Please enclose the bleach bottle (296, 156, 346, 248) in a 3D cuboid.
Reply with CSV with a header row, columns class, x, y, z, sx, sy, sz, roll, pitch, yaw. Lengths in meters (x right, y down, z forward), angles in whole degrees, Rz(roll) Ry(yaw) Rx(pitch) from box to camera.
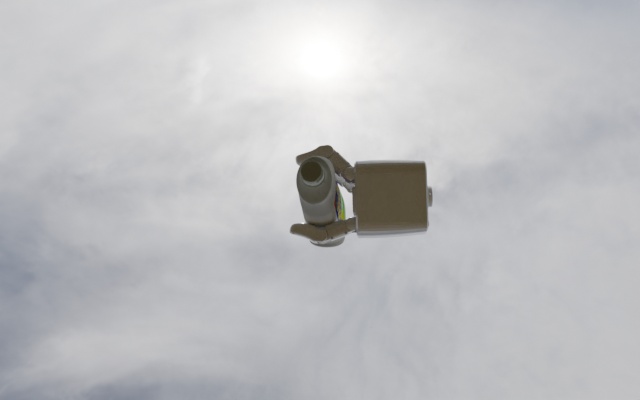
class,x,y,z,sx,sy,sz,roll,pitch,yaw
bleach bottle,0.000,0.002,0.736,0.068,0.102,0.251,-1,-15,6
